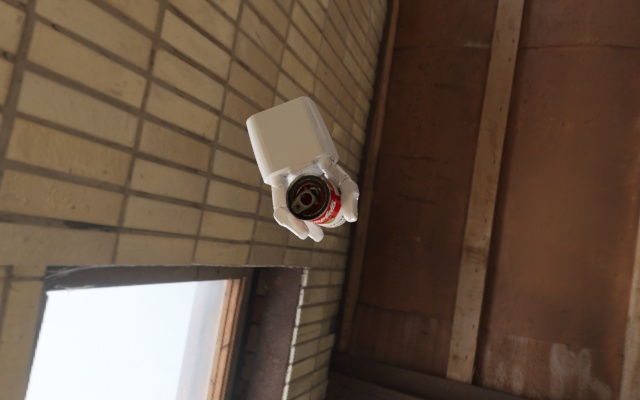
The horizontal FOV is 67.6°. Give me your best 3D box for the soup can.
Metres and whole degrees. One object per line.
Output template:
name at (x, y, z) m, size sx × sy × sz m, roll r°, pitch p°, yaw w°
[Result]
soup can at (0.000, 0.003, 0.706) m, size 0.068 × 0.068 × 0.102 m, roll 0°, pitch -9°, yaw 22°
